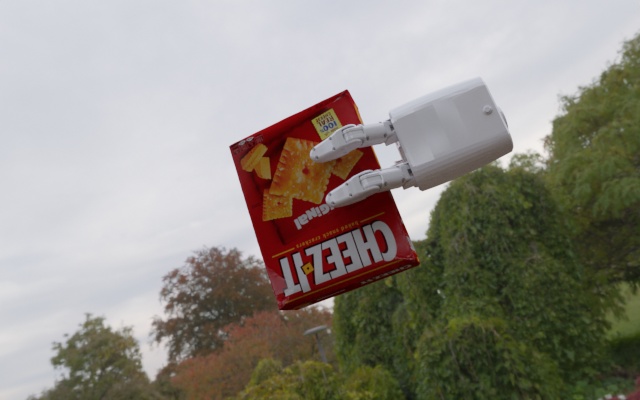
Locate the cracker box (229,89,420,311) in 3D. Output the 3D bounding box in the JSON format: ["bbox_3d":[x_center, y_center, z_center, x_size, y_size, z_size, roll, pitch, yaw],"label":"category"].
[{"bbox_3d":[0.000,0.002,0.564,0.164,0.213,0.072,-23,-16,11],"label":"cracker box"}]
